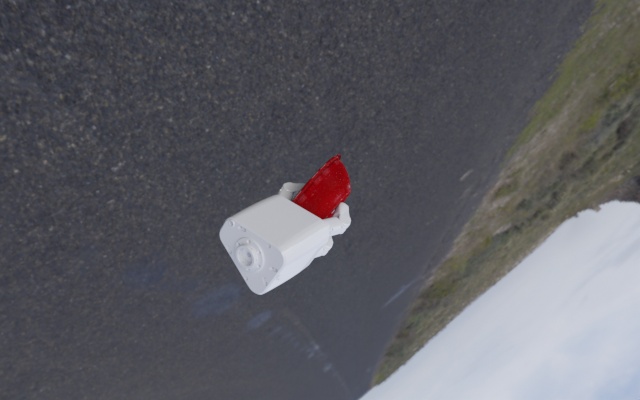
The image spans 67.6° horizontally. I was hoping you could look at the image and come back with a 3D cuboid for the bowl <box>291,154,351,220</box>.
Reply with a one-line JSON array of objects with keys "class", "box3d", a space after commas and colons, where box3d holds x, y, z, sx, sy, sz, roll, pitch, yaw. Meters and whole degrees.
[{"class": "bowl", "box3d": [0.001, 0.002, 0.786, 0.055, 0.162, 0.162, 40, 4, 5]}]
